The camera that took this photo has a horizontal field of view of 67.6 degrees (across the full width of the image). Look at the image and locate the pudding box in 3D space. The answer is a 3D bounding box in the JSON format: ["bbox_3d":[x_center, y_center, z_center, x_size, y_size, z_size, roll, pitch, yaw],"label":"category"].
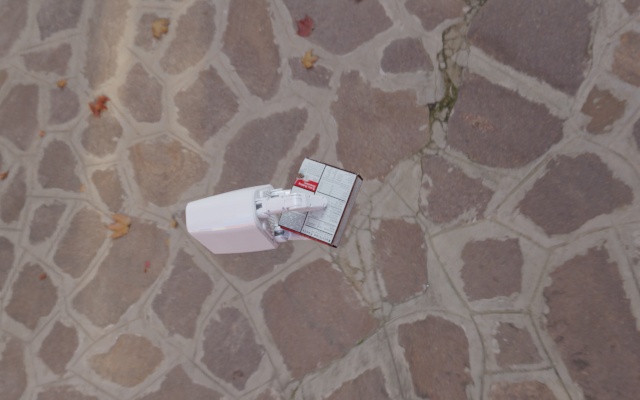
[{"bbox_3d":[0.000,0.002,0.697,0.090,0.113,0.039,20,-4,17],"label":"pudding box"}]
